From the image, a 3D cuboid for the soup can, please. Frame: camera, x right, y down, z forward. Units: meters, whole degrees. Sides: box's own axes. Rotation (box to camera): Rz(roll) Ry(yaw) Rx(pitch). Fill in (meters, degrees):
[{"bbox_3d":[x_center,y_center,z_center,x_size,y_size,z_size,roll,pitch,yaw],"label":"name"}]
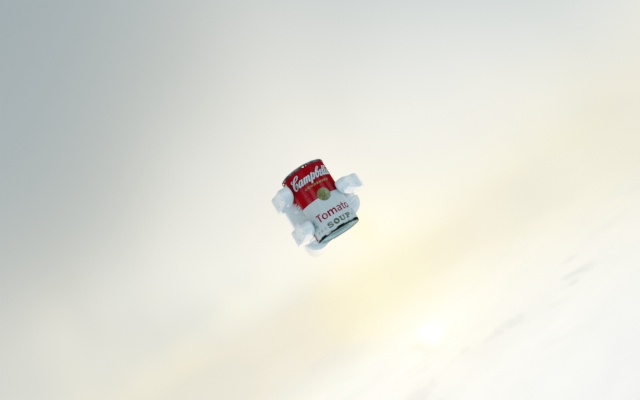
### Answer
[{"bbox_3d":[0.000,0.002,0.667,0.068,0.102,0.068,-31,-12,-7],"label":"soup can"}]
